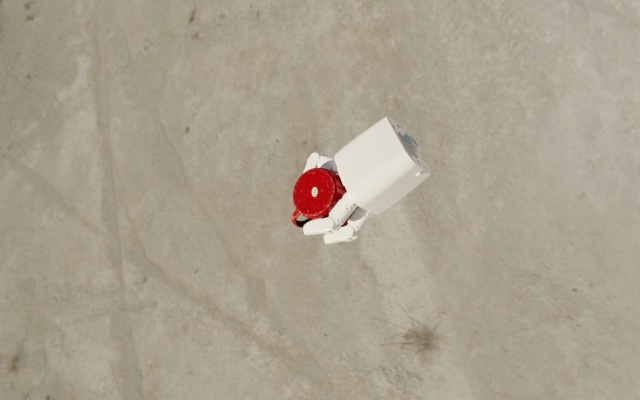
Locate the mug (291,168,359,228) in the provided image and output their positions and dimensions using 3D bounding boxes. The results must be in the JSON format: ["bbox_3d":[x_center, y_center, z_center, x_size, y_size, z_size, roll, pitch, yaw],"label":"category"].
[{"bbox_3d":[-0.001,0.003,0.773,0.117,0.093,0.081,-39,-31,18],"label":"mug"}]
